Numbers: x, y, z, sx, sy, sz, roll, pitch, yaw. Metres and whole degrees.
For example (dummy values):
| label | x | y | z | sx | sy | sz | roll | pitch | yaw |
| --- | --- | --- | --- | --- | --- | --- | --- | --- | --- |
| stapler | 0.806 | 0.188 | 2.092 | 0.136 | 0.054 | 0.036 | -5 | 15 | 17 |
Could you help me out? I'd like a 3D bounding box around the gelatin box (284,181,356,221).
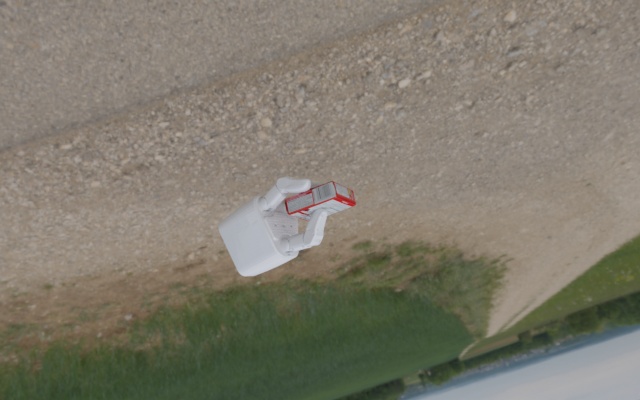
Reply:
| label | x | y | z | sx | sy | sz | roll | pitch | yaw |
| --- | --- | --- | --- | --- | --- | --- | --- | --- | --- |
| gelatin box | 0.001 | 0.003 | 0.746 | 0.089 | 0.030 | 0.073 | -20 | -19 | 24 |
